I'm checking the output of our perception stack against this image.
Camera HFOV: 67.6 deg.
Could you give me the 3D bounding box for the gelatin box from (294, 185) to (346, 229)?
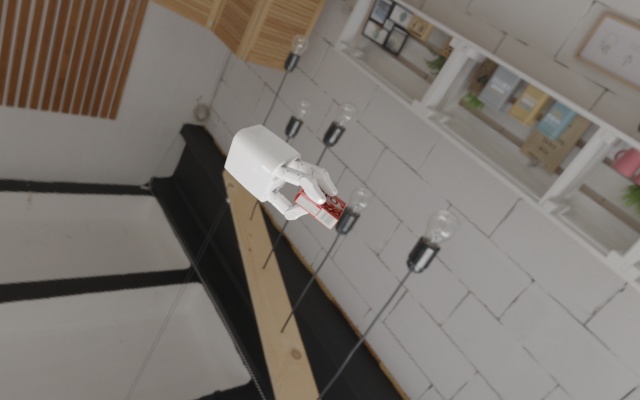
[{"bbox_3d":[0.000,0.003,0.897,0.089,0.030,0.073,38,28,-4],"label":"gelatin box"}]
